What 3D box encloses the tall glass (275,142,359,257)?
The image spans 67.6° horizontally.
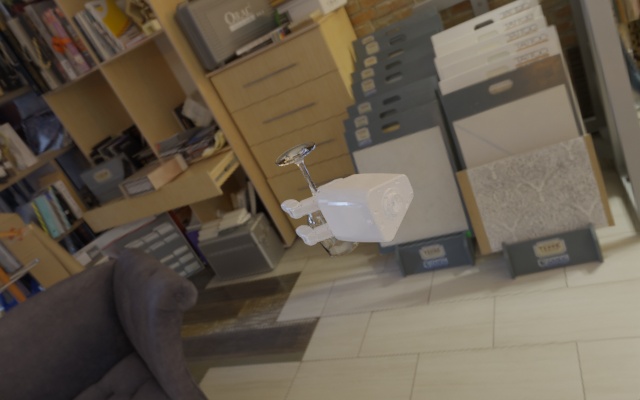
[{"bbox_3d":[0.000,0.002,0.834,0.079,0.201,0.079,-23,23,10],"label":"tall glass"}]
